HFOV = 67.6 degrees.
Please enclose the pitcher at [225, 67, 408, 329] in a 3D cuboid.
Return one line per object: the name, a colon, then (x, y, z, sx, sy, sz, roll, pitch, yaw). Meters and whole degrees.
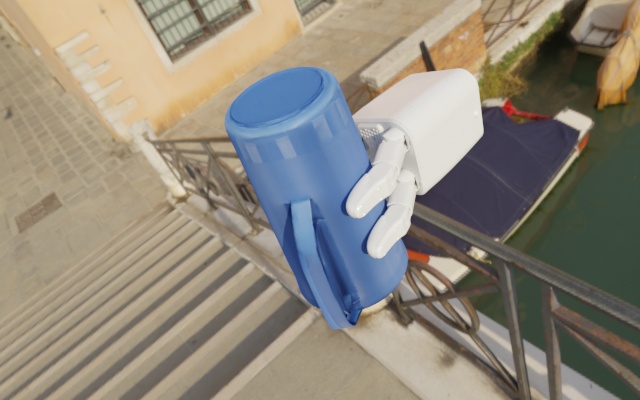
pitcher: (0.000, 0.001, 0.482, 0.145, 0.243, 0.149, -40, 41, -18)
